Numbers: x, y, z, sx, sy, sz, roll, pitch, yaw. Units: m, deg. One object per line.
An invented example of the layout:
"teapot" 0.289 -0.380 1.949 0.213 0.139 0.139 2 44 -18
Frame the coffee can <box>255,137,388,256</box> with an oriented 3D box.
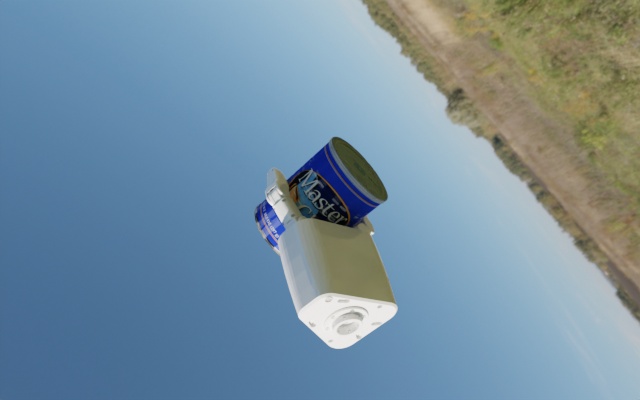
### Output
"coffee can" 0.000 0.002 0.613 0.140 0.102 0.103 -40 -16 20
